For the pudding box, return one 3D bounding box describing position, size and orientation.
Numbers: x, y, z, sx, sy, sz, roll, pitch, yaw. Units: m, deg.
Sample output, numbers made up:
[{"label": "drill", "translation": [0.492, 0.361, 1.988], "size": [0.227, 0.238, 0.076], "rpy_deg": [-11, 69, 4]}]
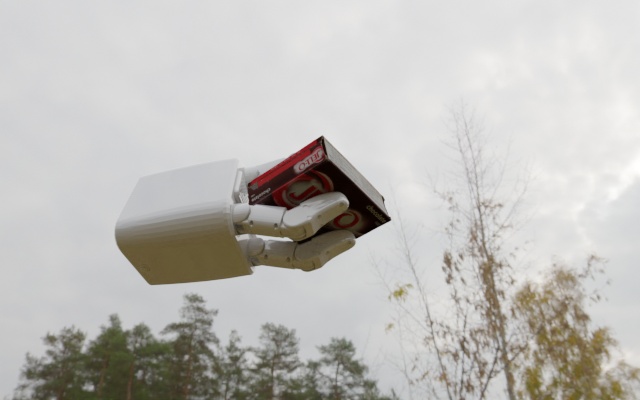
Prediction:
[{"label": "pudding box", "translation": [0.000, 0.001, 0.455], "size": [0.090, 0.039, 0.113], "rpy_deg": [-30, -44, 22]}]
